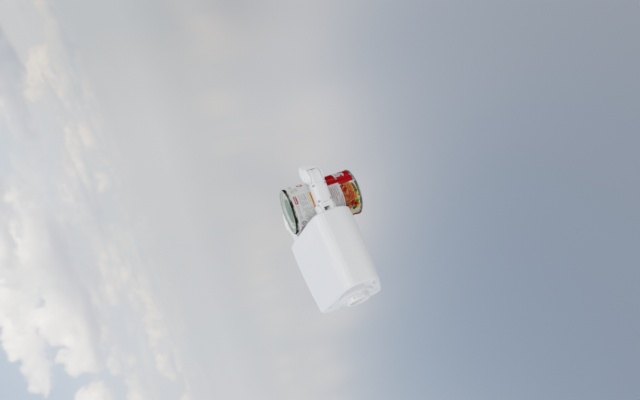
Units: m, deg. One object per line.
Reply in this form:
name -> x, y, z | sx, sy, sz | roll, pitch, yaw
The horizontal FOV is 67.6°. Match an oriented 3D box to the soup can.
soup can -> 0.000, 0.002, 0.683 | 0.102, 0.068, 0.068 | -18, 5, -16
